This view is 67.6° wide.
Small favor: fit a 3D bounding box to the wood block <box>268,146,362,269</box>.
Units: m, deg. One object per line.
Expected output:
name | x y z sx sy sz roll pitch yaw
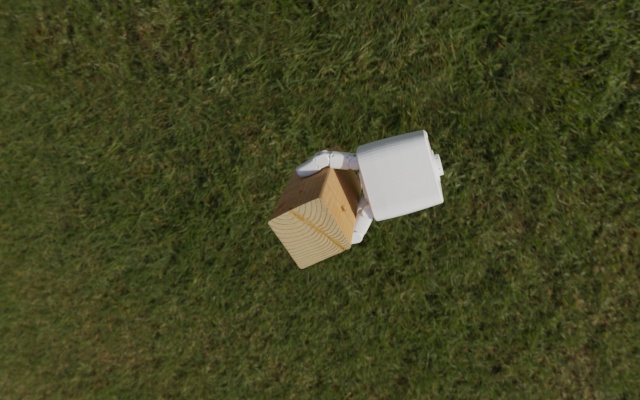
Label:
wood block | 0.000 0.002 0.758 0.090 0.091 0.206 -25 19 20
